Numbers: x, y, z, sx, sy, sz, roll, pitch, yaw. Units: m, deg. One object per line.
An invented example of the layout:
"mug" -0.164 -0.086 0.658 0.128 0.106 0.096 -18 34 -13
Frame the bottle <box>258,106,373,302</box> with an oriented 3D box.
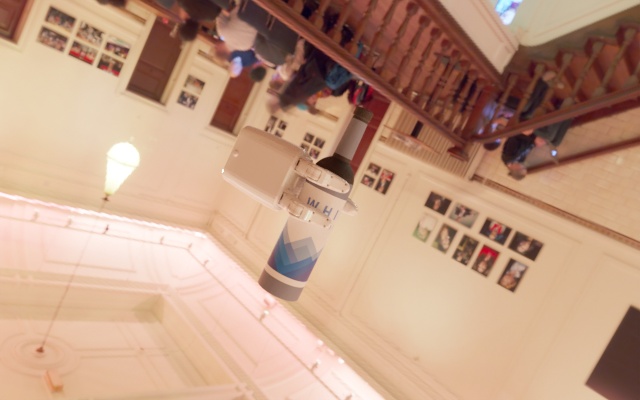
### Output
"bottle" 0.000 0.003 0.698 0.069 0.296 0.069 26 6 -3
